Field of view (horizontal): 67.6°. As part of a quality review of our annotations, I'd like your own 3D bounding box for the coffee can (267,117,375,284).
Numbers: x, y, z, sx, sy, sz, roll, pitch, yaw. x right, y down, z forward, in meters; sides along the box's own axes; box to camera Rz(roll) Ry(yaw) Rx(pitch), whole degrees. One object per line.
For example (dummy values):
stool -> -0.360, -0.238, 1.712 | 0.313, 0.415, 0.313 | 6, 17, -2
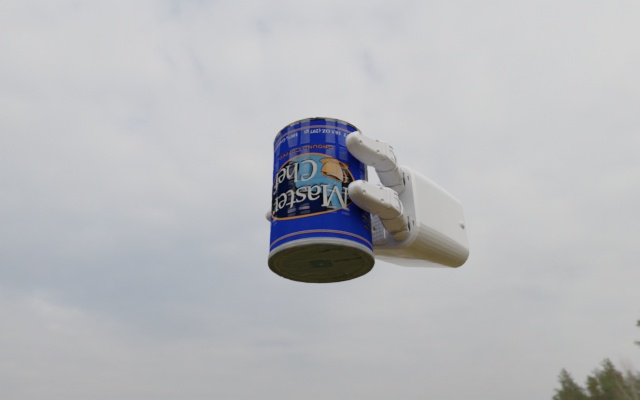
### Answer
coffee can -> 0.000, 0.002, 0.489 | 0.103, 0.140, 0.103 | 0, -29, 0
